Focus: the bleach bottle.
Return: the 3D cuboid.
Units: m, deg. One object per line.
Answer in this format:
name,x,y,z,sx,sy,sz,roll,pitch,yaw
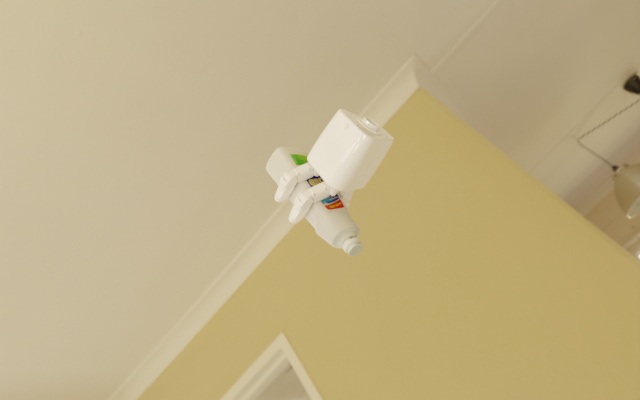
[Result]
bleach bottle,0.000,0.003,0.851,0.102,0.068,0.250,8,33,-45
